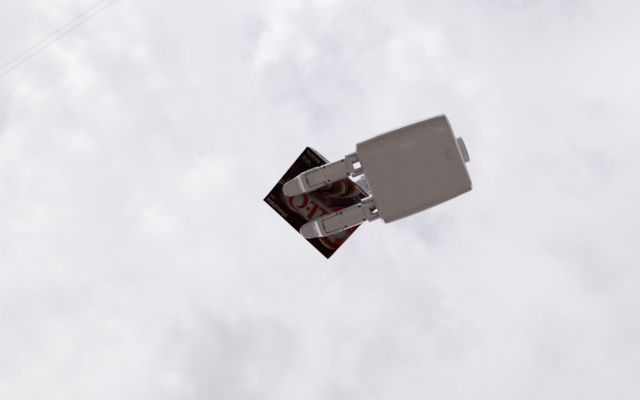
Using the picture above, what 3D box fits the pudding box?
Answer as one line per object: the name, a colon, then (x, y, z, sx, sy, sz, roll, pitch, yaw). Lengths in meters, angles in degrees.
pudding box: (0.000, 0.002, 0.591, 0.113, 0.090, 0.039, 42, 13, 6)
